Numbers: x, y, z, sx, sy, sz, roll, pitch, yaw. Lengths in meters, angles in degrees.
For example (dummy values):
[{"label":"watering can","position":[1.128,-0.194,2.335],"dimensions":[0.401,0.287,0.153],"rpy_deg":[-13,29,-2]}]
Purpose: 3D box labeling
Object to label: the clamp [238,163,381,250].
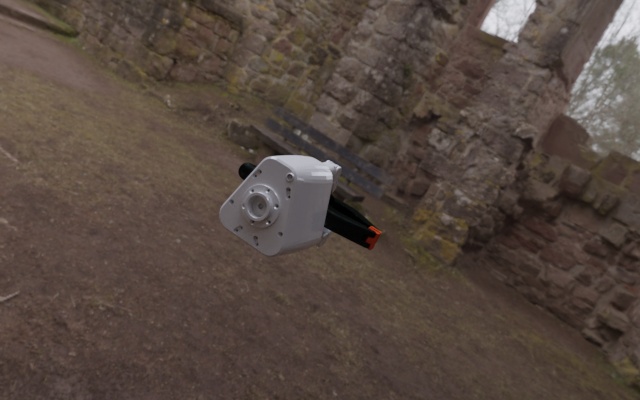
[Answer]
[{"label":"clamp","position":[0.001,0.002,0.704],"dimensions":[0.210,0.036,0.164],"rpy_deg":[32,15,18]}]
